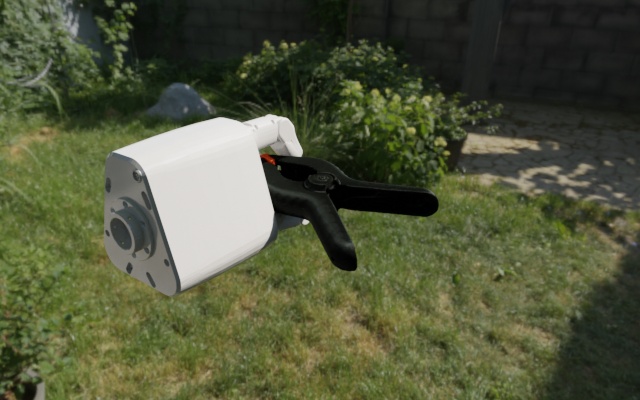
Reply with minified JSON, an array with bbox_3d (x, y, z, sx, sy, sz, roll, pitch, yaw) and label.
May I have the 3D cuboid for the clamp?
[{"bbox_3d":[0.000,0.001,0.408,0.171,0.039,0.120,17,29,31],"label":"clamp"}]
